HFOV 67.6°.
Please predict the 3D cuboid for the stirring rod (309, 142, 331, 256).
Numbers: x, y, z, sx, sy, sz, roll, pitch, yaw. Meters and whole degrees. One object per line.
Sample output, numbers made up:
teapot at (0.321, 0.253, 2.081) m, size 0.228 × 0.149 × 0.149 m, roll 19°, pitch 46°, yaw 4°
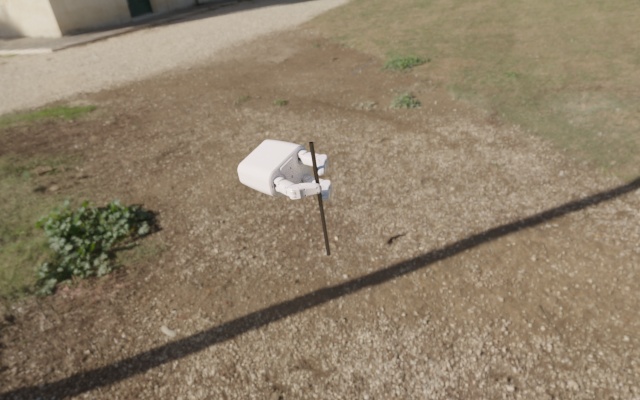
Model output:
stirring rod at (0.000, 0.003, 0.892) m, size 0.011 × 0.240 × 0.011 m, roll -7°, pitch 29°, yaw 4°
